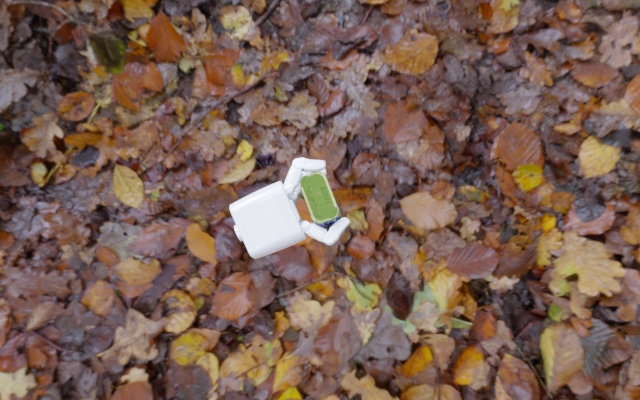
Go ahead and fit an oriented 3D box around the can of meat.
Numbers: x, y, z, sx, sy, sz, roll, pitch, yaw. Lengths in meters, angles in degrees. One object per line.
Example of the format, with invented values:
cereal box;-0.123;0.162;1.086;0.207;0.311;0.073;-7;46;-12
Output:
can of meat;0.000;0.003;0.895;0.057;0.102;0.084;-21;-14;0
